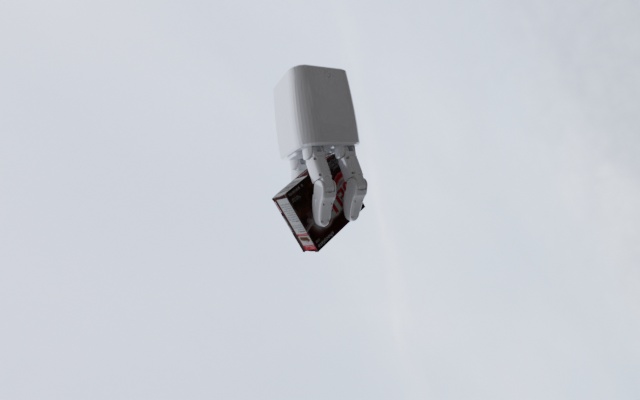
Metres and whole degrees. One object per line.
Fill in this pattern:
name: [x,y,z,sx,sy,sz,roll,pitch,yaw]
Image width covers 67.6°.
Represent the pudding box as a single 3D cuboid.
pudding box: [0.000,0.002,0.644,0.113,0.090,0.039,-40,18,-34]
